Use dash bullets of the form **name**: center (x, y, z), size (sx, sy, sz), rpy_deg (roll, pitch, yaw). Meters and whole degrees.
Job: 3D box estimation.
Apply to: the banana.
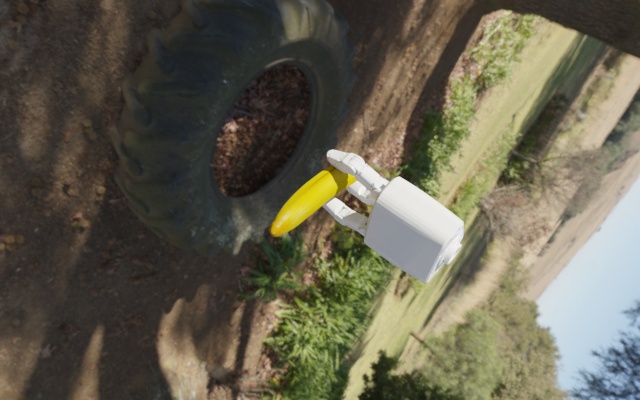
- **banana**: center (0.006, -0.013, 0.673), size (0.037, 0.070, 0.197), rpy_deg (37, 44, 21)
